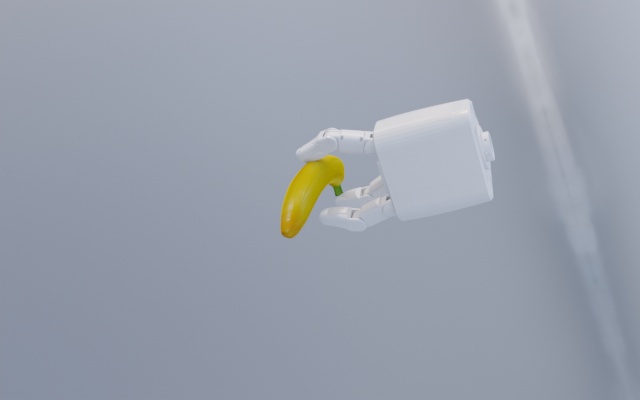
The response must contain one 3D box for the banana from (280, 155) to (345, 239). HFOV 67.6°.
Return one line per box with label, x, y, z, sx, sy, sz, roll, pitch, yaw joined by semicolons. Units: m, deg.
banana;-0.003;-0.017;0.579;0.037;0.069;0.197;-9;12;23
